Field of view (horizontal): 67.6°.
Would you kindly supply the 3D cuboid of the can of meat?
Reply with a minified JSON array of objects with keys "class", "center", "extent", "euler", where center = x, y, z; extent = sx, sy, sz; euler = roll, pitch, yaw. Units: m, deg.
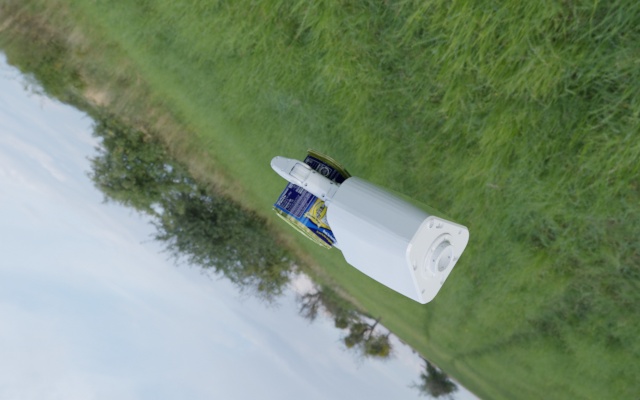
[{"class":"can of meat","center":[0.000,0.002,0.569],"extent":[0.057,0.084,0.102],"euler":[28,-9,38]}]
